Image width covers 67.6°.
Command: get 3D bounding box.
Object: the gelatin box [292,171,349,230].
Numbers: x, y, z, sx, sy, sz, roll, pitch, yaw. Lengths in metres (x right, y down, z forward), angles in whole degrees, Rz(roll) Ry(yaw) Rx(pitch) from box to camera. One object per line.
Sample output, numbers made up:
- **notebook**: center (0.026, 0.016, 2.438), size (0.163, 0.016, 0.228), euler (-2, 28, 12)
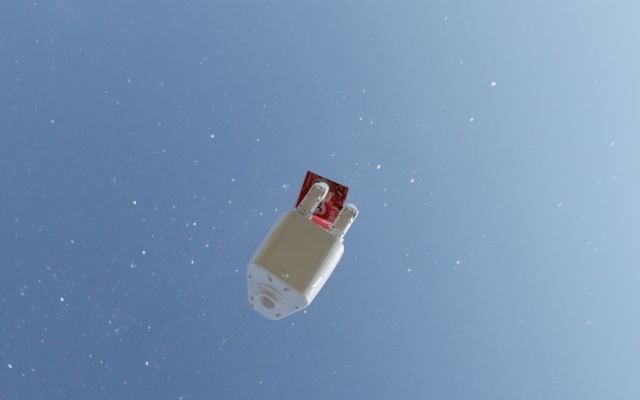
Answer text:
- **gelatin box**: center (0.000, 0.002, 0.742), size (0.073, 0.089, 0.030), euler (23, -46, -5)
